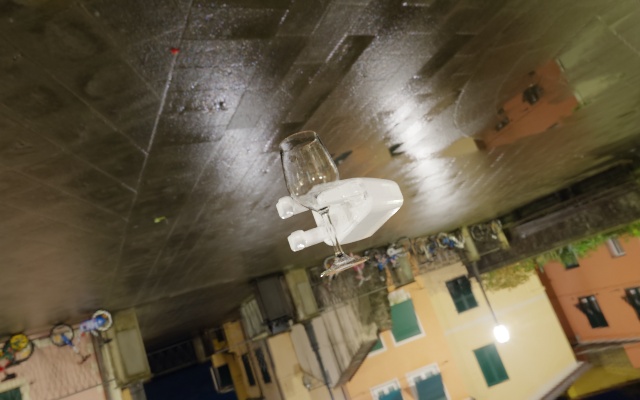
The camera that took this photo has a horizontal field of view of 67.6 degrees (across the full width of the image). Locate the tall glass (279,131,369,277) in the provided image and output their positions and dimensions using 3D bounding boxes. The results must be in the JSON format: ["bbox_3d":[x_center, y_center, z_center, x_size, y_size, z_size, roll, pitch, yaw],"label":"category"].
[{"bbox_3d":[0.000,0.003,0.688,0.079,0.201,0.079,-19,-13,-5],"label":"tall glass"}]
